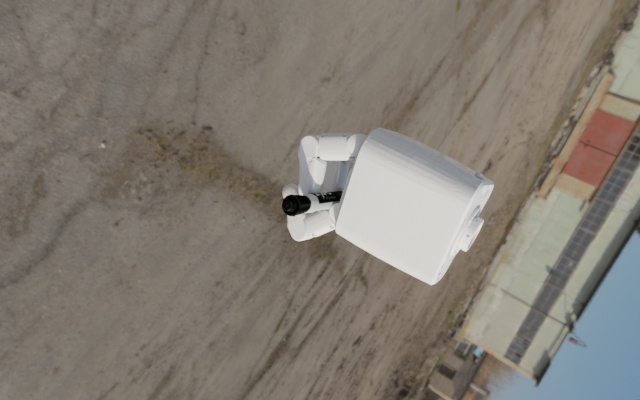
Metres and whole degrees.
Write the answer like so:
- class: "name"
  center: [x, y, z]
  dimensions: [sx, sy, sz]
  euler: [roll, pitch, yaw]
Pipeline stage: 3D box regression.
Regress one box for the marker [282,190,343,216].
- class: "marker"
  center: [0.000, 0.001, 0.459]
  dimensions: [0.020, 0.020, 0.121]
  euler: [0, 3, 28]
